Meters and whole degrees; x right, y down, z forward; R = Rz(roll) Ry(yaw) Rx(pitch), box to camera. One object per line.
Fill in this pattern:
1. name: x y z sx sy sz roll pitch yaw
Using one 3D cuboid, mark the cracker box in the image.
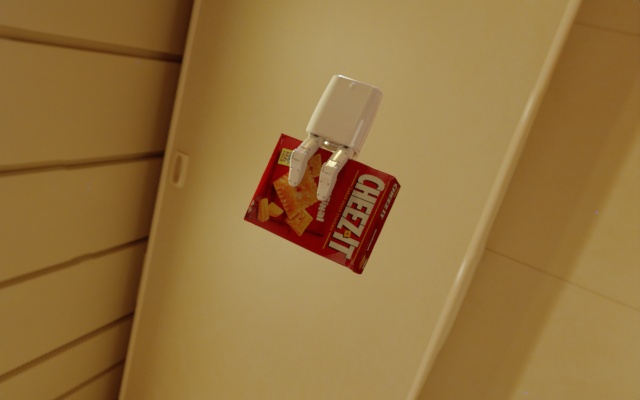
1. cracker box: 0.000 0.003 0.792 0.213 0.164 0.072 23 -4 20
